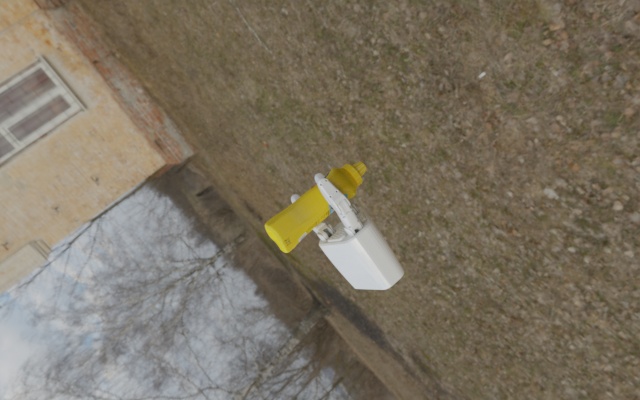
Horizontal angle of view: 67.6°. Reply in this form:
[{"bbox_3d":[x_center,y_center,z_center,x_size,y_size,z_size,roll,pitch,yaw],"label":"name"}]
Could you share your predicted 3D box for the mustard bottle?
[{"bbox_3d":[0.000,0.002,0.770,0.191,0.058,0.096,-40,-10,-12],"label":"mustard bottle"}]
